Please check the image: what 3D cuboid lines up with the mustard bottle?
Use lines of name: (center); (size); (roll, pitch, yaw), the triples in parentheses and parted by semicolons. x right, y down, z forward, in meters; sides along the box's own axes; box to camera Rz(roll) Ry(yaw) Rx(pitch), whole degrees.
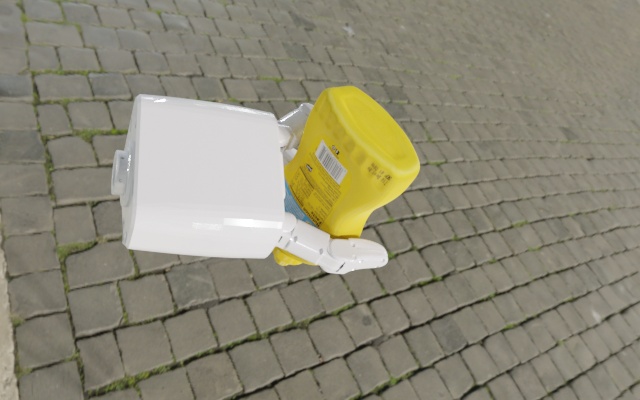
mustard bottle: (0.000, 0.001, 0.419); (0.058, 0.096, 0.192); (-20, -25, -42)
